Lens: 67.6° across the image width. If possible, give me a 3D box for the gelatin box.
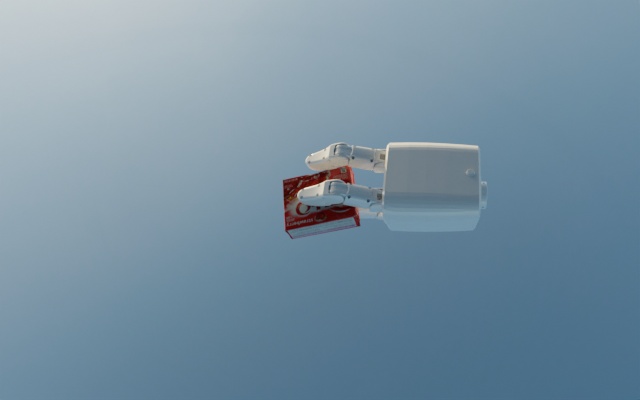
[{"bbox_3d":[0.000,0.002,0.583,0.089,0.073,0.030,-12,-31,11],"label":"gelatin box"}]
